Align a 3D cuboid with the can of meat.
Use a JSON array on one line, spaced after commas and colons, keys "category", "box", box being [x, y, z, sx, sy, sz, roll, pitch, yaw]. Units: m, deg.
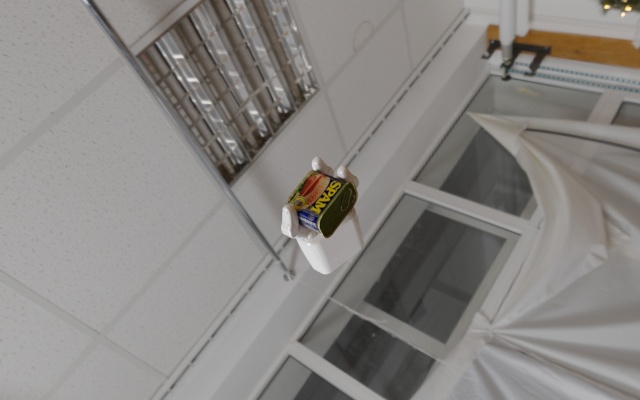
[{"category": "can of meat", "box": [0.000, 0.003, 0.815, 0.084, 0.102, 0.057, 23, -26, 34]}]
